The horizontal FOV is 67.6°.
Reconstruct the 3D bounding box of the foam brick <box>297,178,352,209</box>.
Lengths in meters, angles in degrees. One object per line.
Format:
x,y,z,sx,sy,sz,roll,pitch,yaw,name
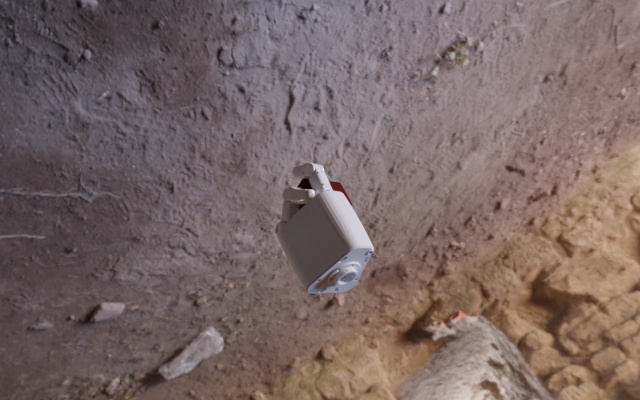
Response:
0.000,0.002,0.757,0.078,0.051,0.053,6,-48,-40,foam brick
